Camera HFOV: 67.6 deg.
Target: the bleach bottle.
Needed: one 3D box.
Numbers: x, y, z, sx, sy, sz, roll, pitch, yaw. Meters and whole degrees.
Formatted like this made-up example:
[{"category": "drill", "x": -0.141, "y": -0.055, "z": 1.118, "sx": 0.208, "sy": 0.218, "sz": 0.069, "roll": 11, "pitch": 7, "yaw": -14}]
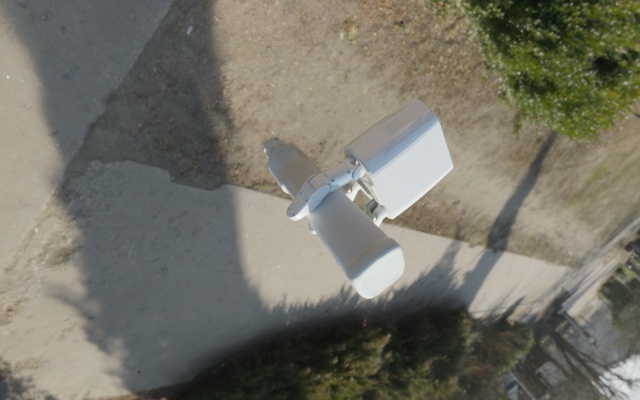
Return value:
[{"category": "bleach bottle", "x": 0.000, "y": 0.002, "z": 0.596, "sx": 0.068, "sy": 0.250, "sz": 0.103, "roll": -37, "pitch": -30, "yaw": -5}]
